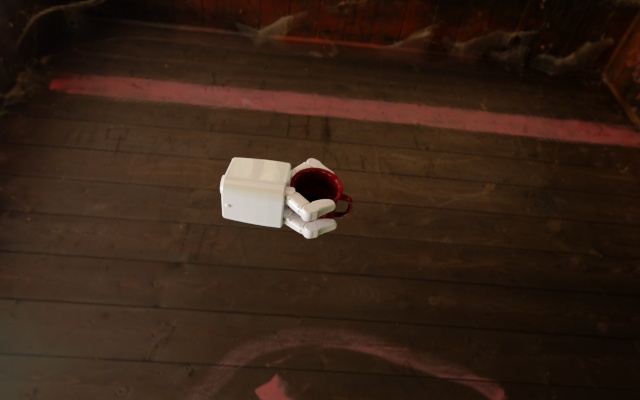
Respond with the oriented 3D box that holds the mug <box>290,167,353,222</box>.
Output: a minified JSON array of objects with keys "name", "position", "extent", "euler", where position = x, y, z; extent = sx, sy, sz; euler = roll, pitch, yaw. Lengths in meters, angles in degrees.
[{"name":"mug","position":[0.002,0.003,0.862],"extent":[0.117,0.093,0.082],"euler":[9,-43,-2]}]
